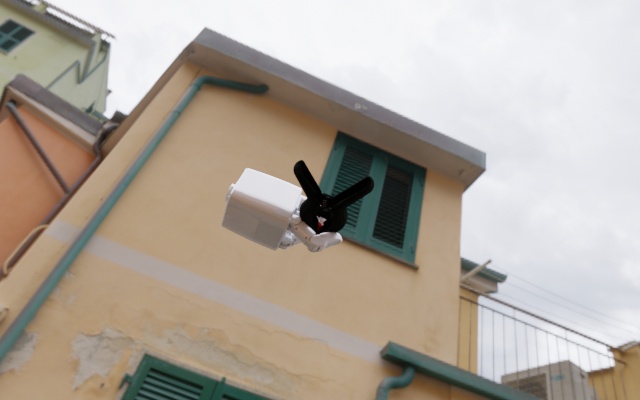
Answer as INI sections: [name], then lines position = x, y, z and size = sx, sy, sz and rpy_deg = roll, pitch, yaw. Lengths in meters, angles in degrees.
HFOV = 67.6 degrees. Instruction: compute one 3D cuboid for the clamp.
[clamp]
position = 0.000, 0.002, 0.752
size = 0.120, 0.039, 0.172
rpy_deg = 24, -42, -4
